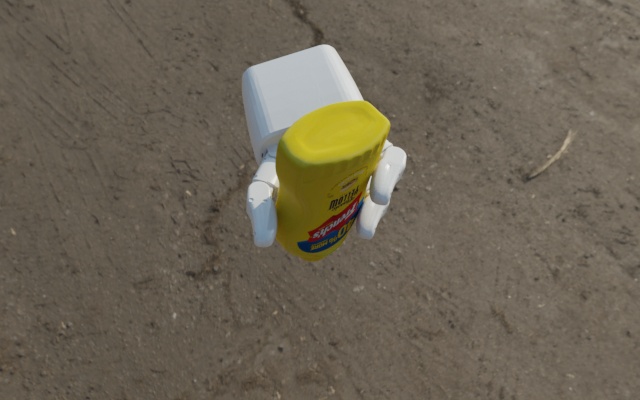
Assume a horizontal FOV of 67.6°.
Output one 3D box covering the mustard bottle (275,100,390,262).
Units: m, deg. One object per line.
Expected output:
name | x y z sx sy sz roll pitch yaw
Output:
mustard bottle | 0.000 0.002 0.442 0.096 0.058 0.192 -31 -26 -28
